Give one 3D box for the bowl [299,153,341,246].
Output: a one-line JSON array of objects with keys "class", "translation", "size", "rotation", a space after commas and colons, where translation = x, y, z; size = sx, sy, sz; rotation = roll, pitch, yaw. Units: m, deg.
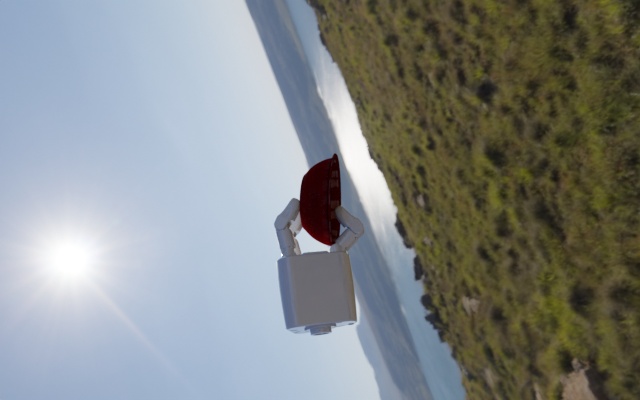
[{"class": "bowl", "translation": [0.000, 0.001, 0.793], "size": [0.055, 0.162, 0.162], "rotation": [1, 0, 9]}]
